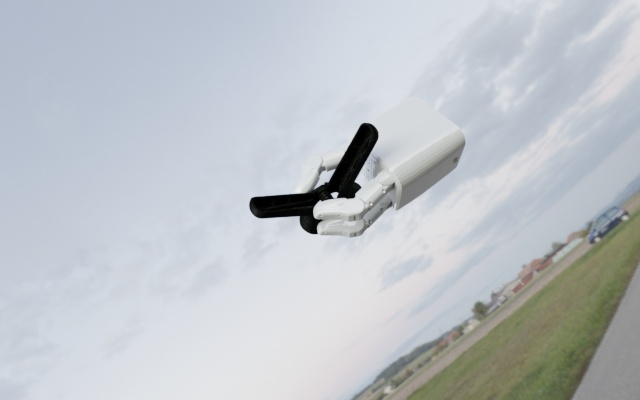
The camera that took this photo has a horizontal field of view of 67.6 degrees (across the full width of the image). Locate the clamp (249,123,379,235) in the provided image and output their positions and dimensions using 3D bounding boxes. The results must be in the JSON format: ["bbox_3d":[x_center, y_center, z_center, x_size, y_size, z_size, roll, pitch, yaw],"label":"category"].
[{"bbox_3d":[0.000,0.001,0.599,0.164,0.036,0.210,-30,-24,-9],"label":"clamp"}]
